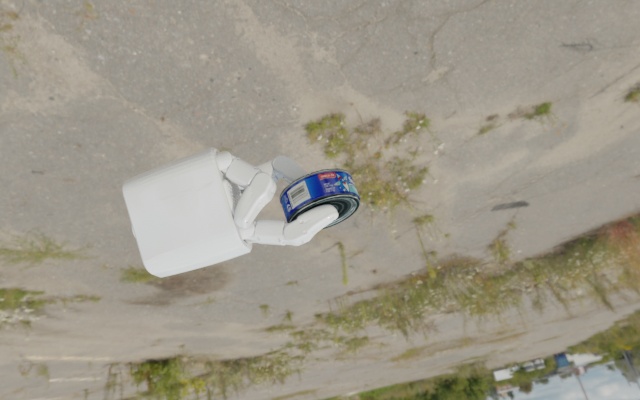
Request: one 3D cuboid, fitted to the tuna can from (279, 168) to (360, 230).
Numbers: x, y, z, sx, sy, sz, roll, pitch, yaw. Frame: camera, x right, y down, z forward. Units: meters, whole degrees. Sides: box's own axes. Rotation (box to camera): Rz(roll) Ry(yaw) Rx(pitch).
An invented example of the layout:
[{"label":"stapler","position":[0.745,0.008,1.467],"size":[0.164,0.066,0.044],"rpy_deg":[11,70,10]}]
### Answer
[{"label":"tuna can","position":[0.000,0.002,0.529],"size":[0.086,0.033,0.086],"rpy_deg":[-16,-24,-8]}]
